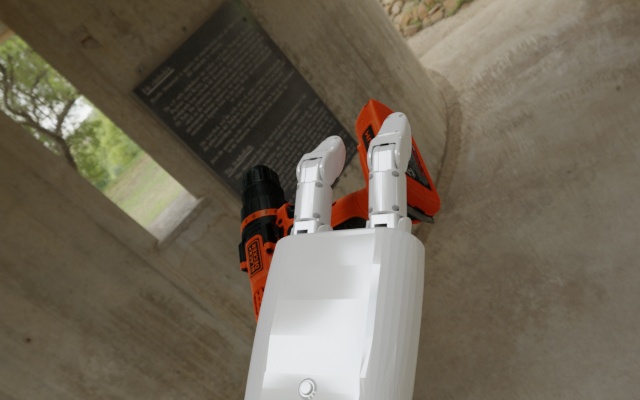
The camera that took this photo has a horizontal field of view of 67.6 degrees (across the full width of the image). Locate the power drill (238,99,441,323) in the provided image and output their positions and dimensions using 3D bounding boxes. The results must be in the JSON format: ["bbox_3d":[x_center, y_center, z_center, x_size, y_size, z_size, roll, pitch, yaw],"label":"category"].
[{"bbox_3d":[0.000,0.001,0.417,0.057,0.184,0.188,23,-51,-40],"label":"power drill"}]
